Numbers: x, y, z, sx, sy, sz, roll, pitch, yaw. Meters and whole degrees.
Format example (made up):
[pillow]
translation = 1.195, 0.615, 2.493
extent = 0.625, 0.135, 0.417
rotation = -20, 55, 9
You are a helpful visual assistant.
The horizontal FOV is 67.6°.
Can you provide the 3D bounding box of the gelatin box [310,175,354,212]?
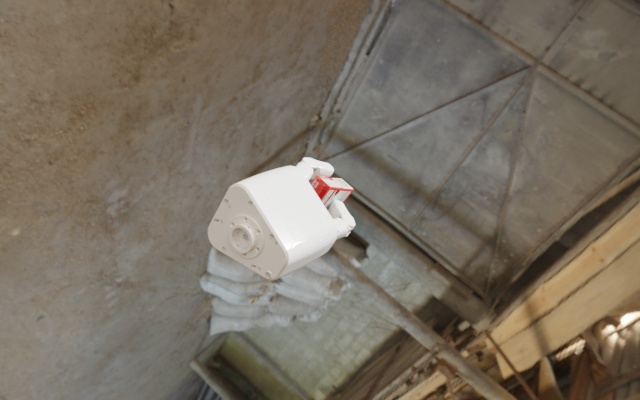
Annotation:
[gelatin box]
translation = 0.001, 0.003, 0.673
extent = 0.030, 0.073, 0.089
rotation = 44, 17, 19
